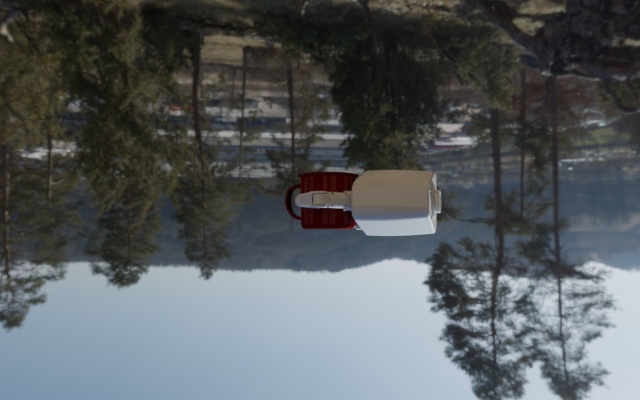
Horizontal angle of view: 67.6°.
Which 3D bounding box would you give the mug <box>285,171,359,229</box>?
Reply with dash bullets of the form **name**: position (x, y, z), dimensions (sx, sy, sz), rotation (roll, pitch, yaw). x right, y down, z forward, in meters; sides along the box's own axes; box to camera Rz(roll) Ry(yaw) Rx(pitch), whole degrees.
- **mug**: position (-0.001, 0.003, 0.721), dimensions (0.117, 0.081, 0.093), rotation (-1, -3, 20)
